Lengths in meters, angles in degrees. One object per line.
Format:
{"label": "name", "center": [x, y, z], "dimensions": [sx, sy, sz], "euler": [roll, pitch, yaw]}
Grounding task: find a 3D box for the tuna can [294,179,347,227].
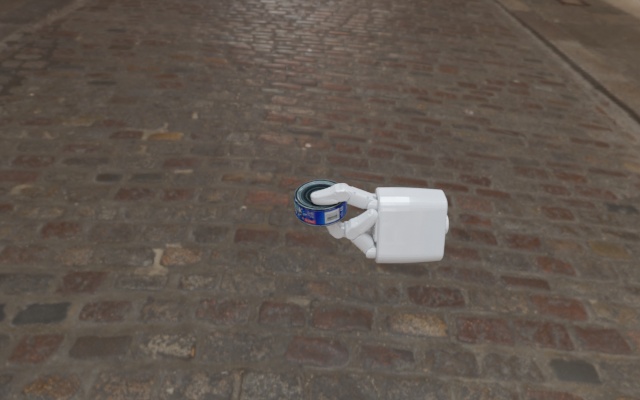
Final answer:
{"label": "tuna can", "center": [0.000, 0.002, 0.764], "dimensions": [0.086, 0.034, 0.086], "euler": [-2, 36, 1]}
